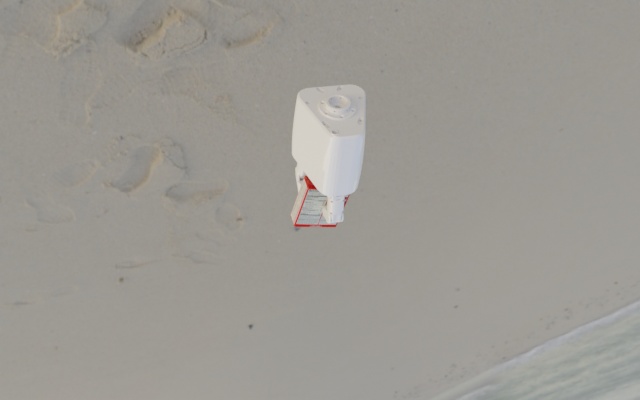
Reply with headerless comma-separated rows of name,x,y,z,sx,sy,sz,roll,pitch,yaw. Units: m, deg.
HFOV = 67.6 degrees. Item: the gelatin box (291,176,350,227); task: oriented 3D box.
gelatin box,0.000,0.003,0.745,0.073,0.089,0.030,1,44,-22
